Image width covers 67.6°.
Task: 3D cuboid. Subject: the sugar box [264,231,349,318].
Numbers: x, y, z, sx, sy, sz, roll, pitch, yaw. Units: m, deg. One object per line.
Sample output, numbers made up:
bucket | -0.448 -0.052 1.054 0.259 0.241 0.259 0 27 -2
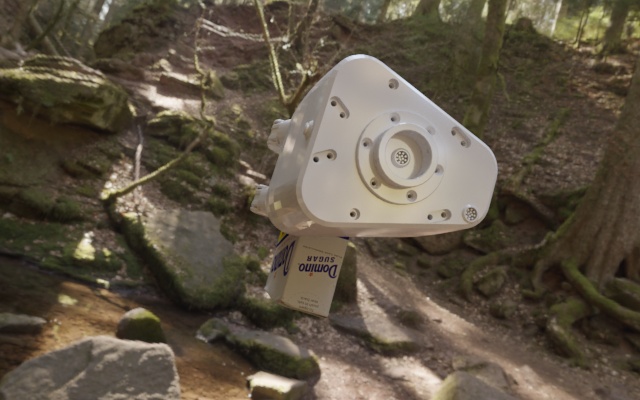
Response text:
sugar box | 0.000 0.001 0.402 0.048 0.176 0.093 20 -8 -12
